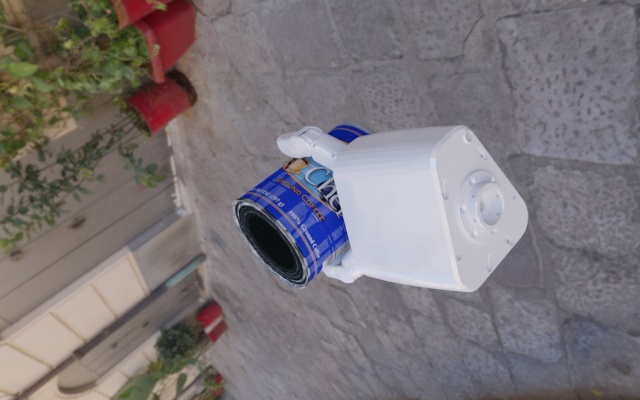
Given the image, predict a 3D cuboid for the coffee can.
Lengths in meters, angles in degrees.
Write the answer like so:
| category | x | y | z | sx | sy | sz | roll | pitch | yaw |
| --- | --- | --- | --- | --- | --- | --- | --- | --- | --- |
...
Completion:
| category | x | y | z | sx | sy | sz | roll | pitch | yaw |
| --- | --- | --- | --- | --- | --- | --- | --- | --- | --- |
| coffee can | 0.000 | 0.001 | 0.468 | 0.140 | 0.103 | 0.103 | -39 | 20 | -27 |
